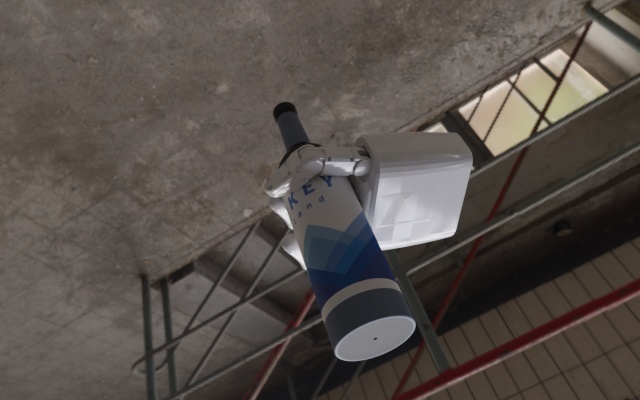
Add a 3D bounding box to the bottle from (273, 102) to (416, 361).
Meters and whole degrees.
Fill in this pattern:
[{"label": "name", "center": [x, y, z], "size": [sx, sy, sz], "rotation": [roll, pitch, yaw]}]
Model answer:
[{"label": "bottle", "center": [0.000, 0.002, 0.457], "size": [0.069, 0.295, 0.069], "rotation": [-13, -41, -11]}]
